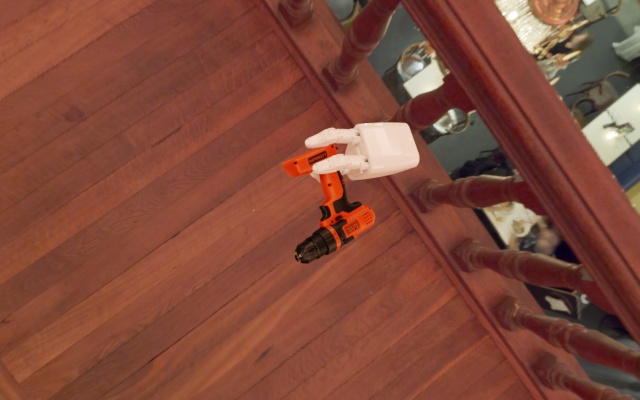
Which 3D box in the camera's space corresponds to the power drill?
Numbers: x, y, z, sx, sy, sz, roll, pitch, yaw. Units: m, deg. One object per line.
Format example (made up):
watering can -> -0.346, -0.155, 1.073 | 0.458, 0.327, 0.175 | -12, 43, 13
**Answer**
power drill -> 0.000, 0.002, 0.880 | 0.184, 0.188, 0.057 | -29, 12, -32
